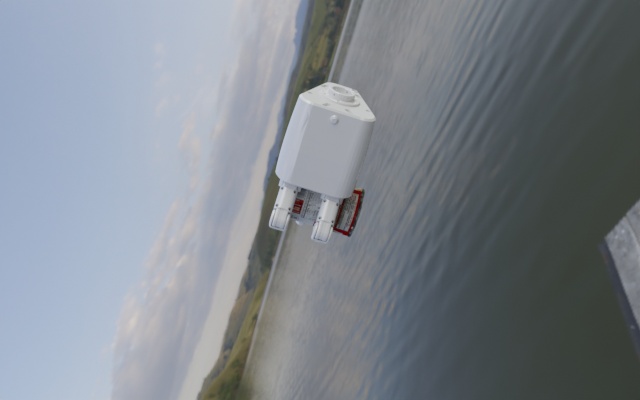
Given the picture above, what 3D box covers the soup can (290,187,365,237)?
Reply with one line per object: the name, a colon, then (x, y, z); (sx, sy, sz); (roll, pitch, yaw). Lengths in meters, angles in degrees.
soup can: (0.000, 0.002, 0.635); (0.102, 0.068, 0.068); (17, -1, -3)
